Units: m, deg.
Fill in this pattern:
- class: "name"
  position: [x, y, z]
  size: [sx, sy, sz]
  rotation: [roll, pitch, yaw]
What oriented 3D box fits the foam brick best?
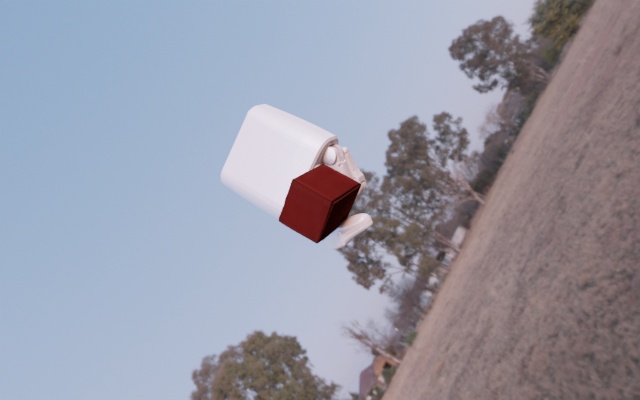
- class: "foam brick"
  position: [0.000, 0.002, 0.514]
  size: [0.051, 0.053, 0.078]
  rotation: [29, 26, 16]
